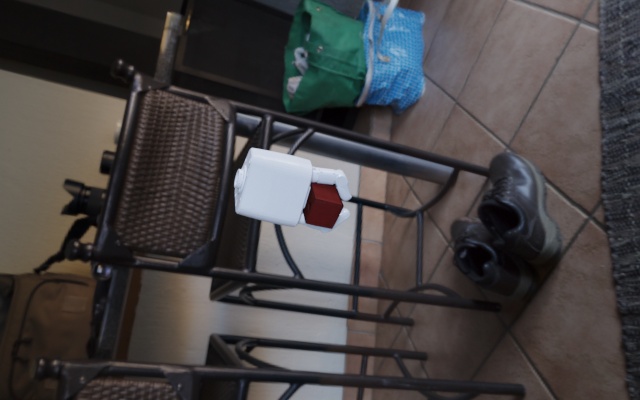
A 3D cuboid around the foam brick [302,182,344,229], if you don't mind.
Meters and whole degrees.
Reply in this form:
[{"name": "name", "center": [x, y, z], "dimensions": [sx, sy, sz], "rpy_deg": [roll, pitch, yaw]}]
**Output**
[{"name": "foam brick", "center": [0.000, 0.003, 0.818], "dimensions": [0.051, 0.053, 0.078], "rpy_deg": [13, 30, -20]}]
